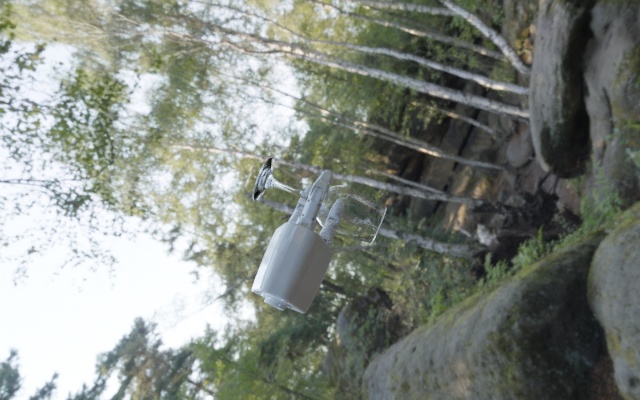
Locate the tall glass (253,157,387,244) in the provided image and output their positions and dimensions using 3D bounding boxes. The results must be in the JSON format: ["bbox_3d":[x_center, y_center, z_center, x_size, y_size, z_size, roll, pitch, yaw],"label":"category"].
[{"bbox_3d":[0.000,0.002,0.752,0.201,0.079,0.079,21,2,6],"label":"tall glass"}]
